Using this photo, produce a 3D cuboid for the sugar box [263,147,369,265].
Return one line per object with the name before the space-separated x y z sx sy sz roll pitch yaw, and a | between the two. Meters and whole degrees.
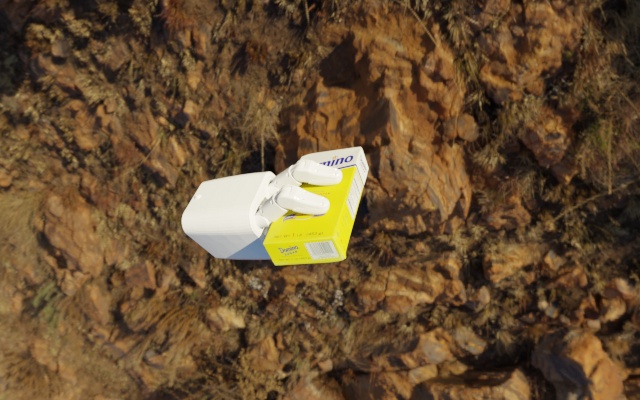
sugar box | 0.000 0.002 0.608 0.093 0.048 0.176 -6 41 22
